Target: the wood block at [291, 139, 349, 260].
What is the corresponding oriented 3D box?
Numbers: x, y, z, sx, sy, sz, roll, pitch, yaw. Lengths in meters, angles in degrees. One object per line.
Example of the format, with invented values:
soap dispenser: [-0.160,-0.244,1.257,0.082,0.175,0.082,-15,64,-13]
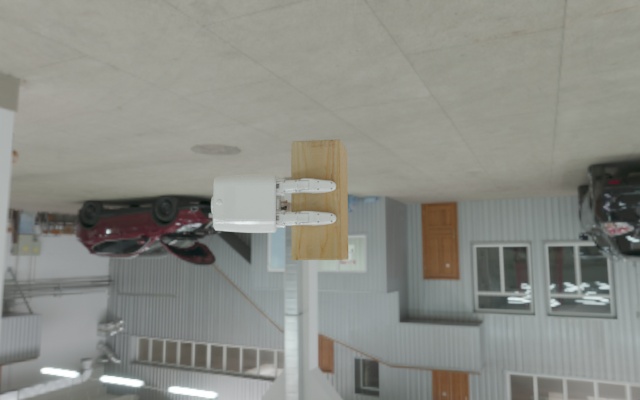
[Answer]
wood block: [0.000,0.003,0.857,0.090,0.206,0.091,-1,-7,10]
